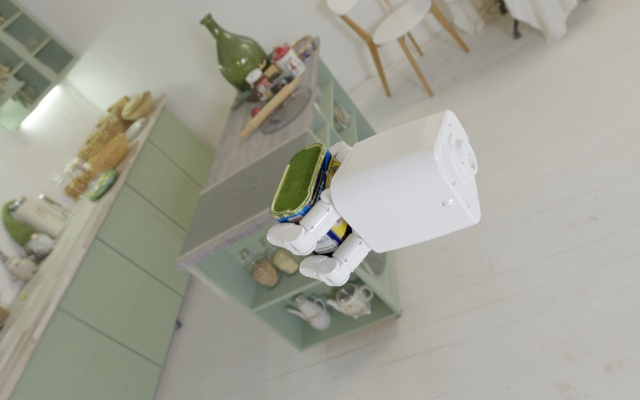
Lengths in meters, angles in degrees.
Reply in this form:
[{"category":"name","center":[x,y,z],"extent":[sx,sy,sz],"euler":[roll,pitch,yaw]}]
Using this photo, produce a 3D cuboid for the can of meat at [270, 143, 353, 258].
[{"category":"can of meat","center":[0.000,0.001,0.509],"extent":[0.057,0.102,0.084],"euler":[-17,-49,35]}]
